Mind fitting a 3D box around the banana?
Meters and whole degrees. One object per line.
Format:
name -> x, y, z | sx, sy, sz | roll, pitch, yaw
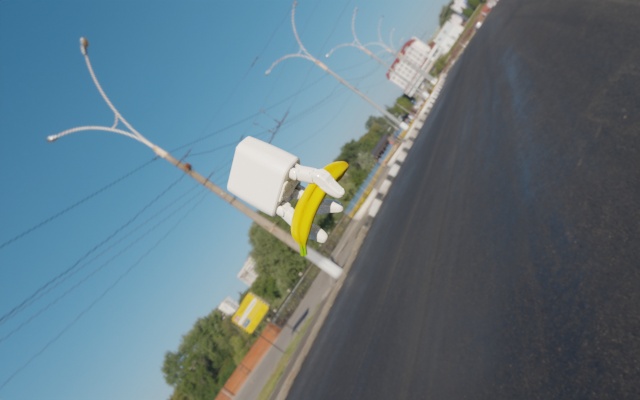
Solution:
banana -> -0.006, -0.004, 0.836 | 0.037, 0.197, 0.070 | 18, -24, 24
